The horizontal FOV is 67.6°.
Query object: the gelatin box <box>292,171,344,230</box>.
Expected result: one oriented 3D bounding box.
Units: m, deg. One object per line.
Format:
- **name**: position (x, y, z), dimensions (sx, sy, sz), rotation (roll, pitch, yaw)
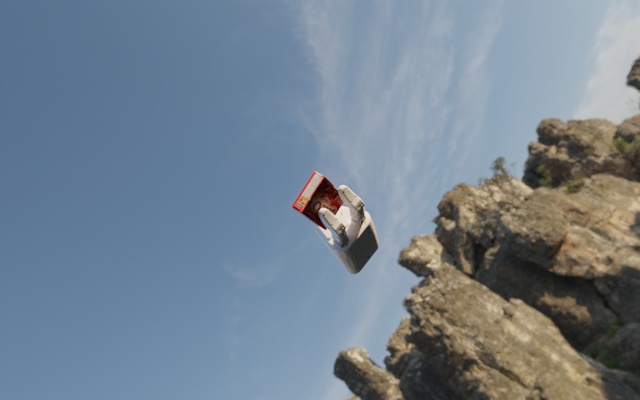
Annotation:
- **gelatin box**: position (0.000, 0.002, 0.831), dimensions (0.030, 0.073, 0.089), rotation (29, -7, 39)
